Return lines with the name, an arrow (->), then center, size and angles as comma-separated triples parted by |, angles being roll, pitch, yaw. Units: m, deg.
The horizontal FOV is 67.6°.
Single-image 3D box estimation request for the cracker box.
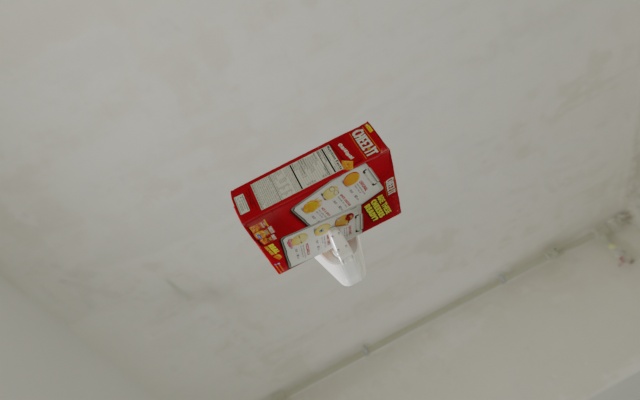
cracker box -> 0.000, 0.002, 0.685 | 0.213, 0.072, 0.164 | -27, -34, -3
